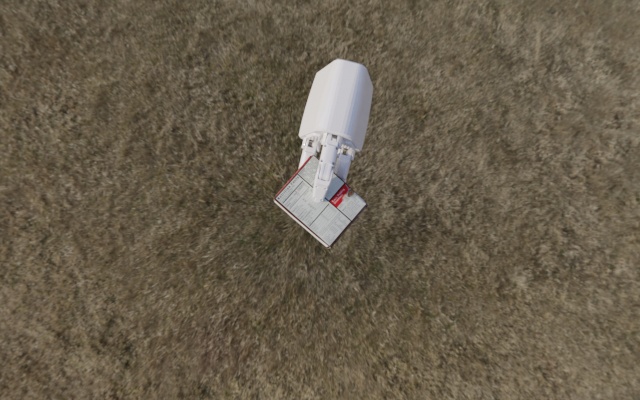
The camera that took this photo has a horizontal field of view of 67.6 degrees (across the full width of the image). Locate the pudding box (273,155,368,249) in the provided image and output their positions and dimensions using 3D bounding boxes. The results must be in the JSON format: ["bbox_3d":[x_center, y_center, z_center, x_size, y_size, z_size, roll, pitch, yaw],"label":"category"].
[{"bbox_3d":[0.000,0.002,0.707,0.113,0.090,0.039,41,-5,1],"label":"pudding box"}]
